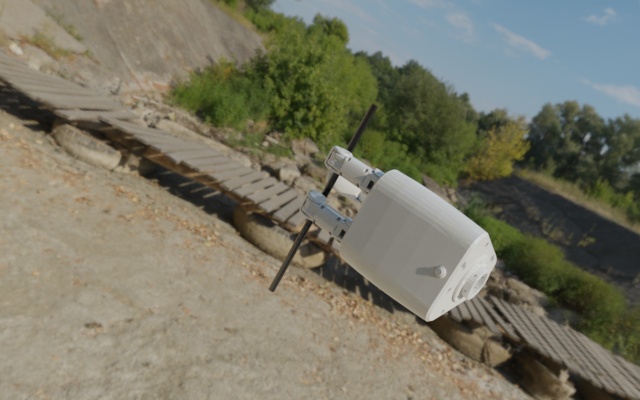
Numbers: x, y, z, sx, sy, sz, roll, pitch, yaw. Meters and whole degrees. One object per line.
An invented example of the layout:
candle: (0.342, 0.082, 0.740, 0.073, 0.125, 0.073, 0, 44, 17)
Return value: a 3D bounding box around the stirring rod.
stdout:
stirring rod: (0.000, 0.002, 0.531, 0.011, 0.239, 0.011, 28, 12, -7)
